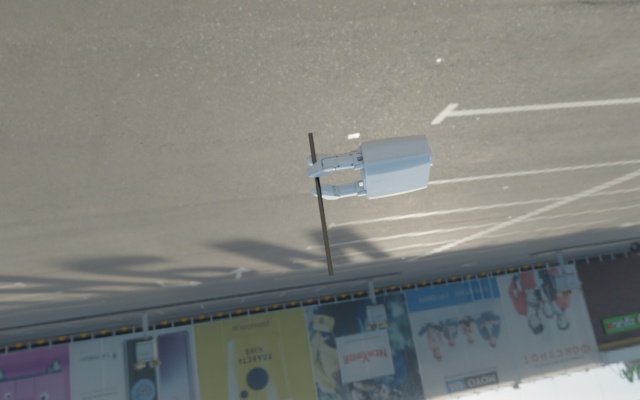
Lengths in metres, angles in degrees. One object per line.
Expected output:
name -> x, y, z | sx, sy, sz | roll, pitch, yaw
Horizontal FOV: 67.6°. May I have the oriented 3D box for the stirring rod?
stirring rod -> 0.000, 0.002, 0.782 | 0.011, 0.239, 0.011 | -8, -13, -2
